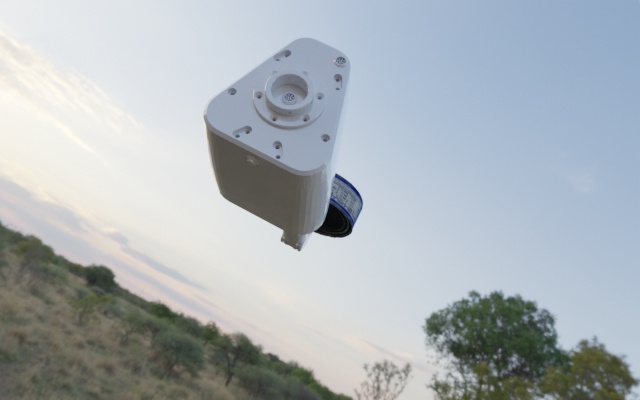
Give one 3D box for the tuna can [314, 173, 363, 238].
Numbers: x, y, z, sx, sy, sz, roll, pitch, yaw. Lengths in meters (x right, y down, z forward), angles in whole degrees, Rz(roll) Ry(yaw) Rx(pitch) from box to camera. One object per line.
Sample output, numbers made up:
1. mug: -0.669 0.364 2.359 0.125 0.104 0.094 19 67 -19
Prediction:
1. tuna can: 0.000 0.001 0.496 0.086 0.033 0.086 22 -27 12
